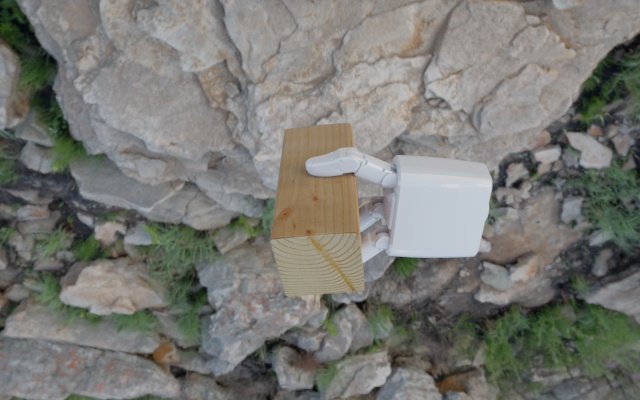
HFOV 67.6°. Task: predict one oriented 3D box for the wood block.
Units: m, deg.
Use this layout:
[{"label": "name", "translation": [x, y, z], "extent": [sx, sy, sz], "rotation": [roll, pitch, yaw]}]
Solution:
[{"label": "wood block", "translation": [0.000, 0.002, 0.570], "extent": [0.090, 0.091, 0.206], "rotation": [-5, 40, 5]}]
